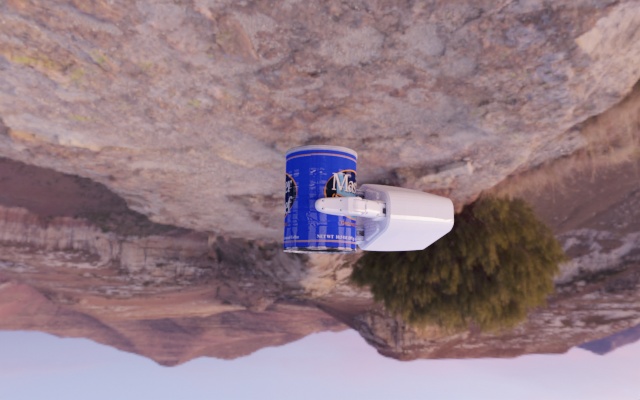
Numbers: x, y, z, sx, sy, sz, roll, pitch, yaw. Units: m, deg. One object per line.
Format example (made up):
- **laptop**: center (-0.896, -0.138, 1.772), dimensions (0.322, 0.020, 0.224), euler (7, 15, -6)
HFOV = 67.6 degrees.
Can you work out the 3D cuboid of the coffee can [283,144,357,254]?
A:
- **coffee can**: center (0.000, 0.002, 0.673), dimensions (0.103, 0.140, 0.103), euler (1, -9, 0)
